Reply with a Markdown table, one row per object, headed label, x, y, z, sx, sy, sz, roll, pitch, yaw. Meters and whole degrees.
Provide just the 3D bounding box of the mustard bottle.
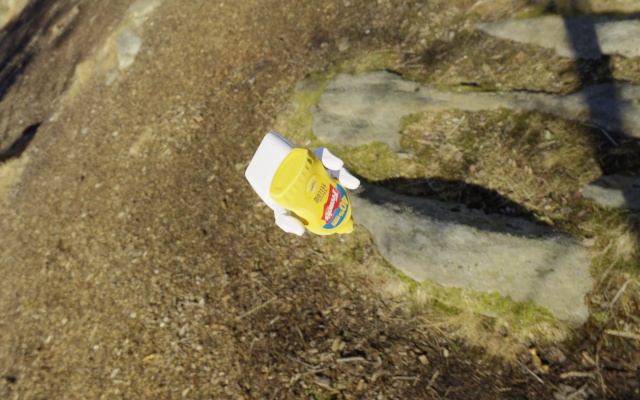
| label | x | y | z | sx | sy | sz | roll | pitch | yaw |
| --- | --- | --- | --- | --- | --- | --- | --- | --- | --- |
| mustard bottle | 0.000 | 0.003 | 0.799 | 0.058 | 0.096 | 0.192 | 9 | -25 | 43 |
